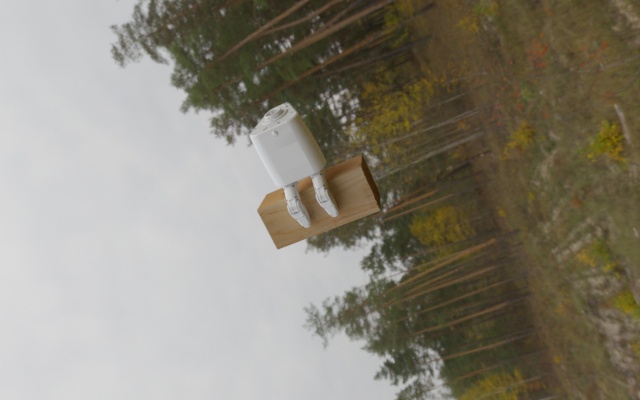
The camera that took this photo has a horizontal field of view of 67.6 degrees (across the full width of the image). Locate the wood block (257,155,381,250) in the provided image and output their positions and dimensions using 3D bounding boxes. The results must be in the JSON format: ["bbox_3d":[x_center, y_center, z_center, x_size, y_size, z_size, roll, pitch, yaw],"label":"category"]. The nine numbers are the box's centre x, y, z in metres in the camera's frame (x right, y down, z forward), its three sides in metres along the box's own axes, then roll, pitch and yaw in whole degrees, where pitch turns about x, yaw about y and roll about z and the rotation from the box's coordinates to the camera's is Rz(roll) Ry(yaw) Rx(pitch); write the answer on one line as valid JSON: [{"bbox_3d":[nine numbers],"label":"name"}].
[{"bbox_3d":[0.000,0.003,0.891,0.206,0.090,0.090,-22,17,14],"label":"wood block"}]
